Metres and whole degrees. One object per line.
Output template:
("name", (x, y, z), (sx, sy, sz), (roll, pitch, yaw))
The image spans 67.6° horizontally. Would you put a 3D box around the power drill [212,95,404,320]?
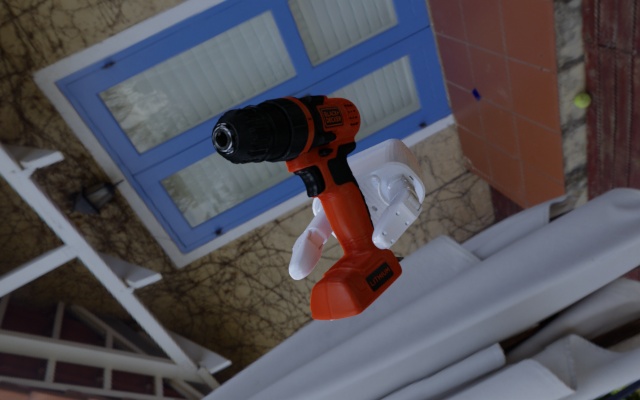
("power drill", (0.000, 0.002, 0.411), (0.057, 0.187, 0.184), (-14, 5, 35))
